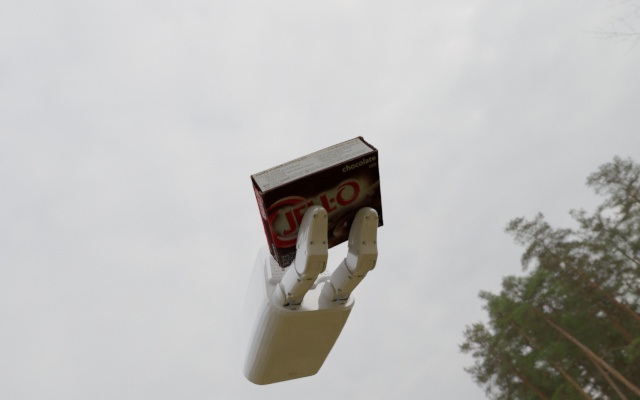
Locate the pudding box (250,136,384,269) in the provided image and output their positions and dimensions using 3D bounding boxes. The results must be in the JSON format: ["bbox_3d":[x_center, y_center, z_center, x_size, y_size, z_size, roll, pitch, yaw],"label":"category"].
[{"bbox_3d":[0.000,0.001,0.439,0.113,0.090,0.039,-23,41,-16],"label":"pudding box"}]
